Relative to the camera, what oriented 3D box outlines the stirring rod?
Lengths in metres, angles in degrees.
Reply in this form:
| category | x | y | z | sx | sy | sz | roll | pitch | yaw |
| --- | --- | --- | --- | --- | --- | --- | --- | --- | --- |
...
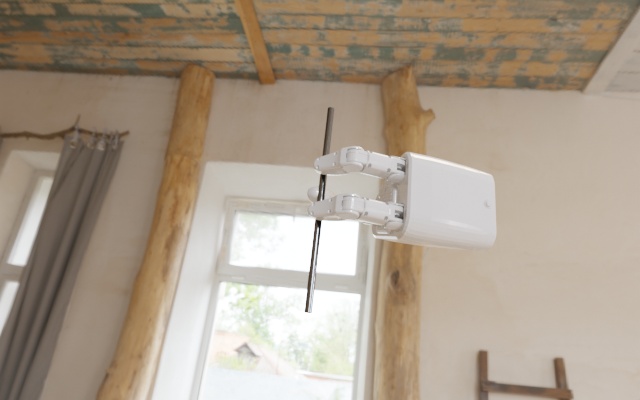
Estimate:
| category | x | y | z | sx | sy | sz | roll | pitch | yaw |
| --- | --- | --- | --- | --- | --- | --- | --- | --- | --- |
| stirring rod | 0.000 | 0.002 | 0.523 | 0.011 | 0.239 | 0.011 | 6 | -22 | 2 |
